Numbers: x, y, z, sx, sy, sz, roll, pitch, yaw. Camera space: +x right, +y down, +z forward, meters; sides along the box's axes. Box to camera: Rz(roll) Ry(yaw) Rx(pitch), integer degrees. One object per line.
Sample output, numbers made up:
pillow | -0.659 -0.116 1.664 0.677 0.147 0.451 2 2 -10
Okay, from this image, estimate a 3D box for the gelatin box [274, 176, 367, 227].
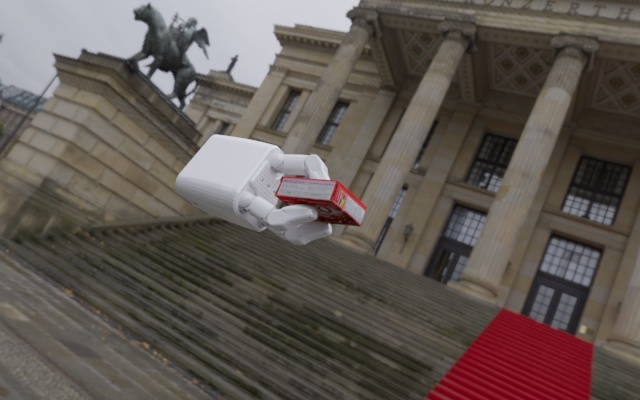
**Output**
gelatin box | 0.001 0.002 0.581 0.089 0.030 0.073 5 -23 37
